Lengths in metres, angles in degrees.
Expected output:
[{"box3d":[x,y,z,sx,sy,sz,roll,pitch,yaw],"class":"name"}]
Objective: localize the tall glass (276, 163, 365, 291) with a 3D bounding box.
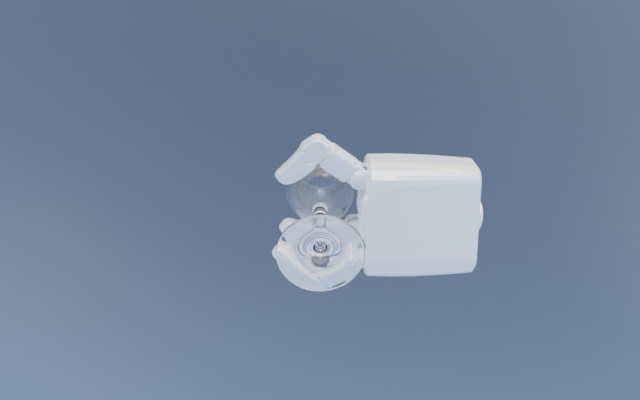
[{"box3d":[0.000,0.002,0.484,0.079,0.079,0.201,0,26,0],"class":"tall glass"}]
